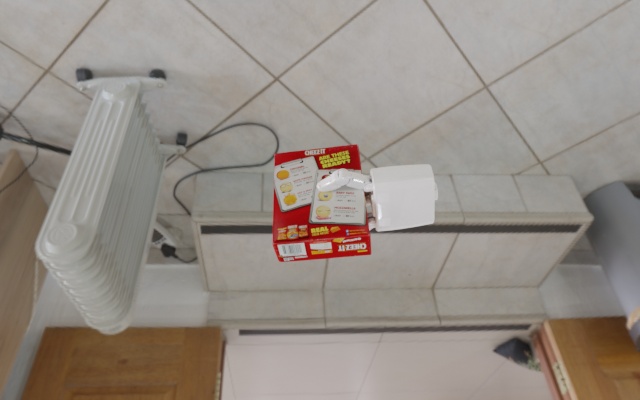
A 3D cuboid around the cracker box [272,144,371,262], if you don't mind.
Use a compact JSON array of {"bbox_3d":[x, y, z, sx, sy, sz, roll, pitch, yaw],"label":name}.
[{"bbox_3d":[0.000,0.003,0.867,0.164,0.213,0.072,-6,-40,3],"label":"cracker box"}]
